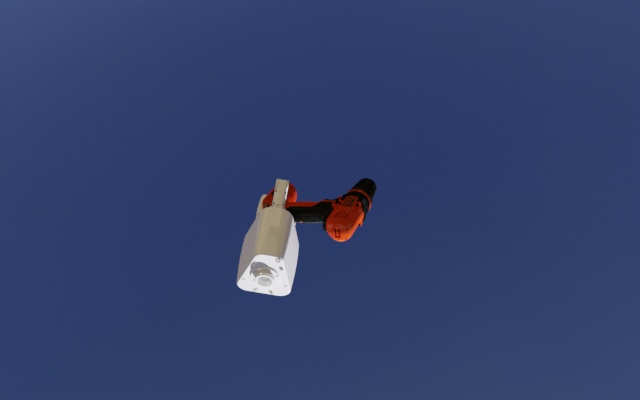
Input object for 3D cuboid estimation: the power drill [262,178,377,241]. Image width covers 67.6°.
[{"bbox_3d":[0.000,0.003,0.896,0.187,0.057,0.184,5,29,22],"label":"power drill"}]
